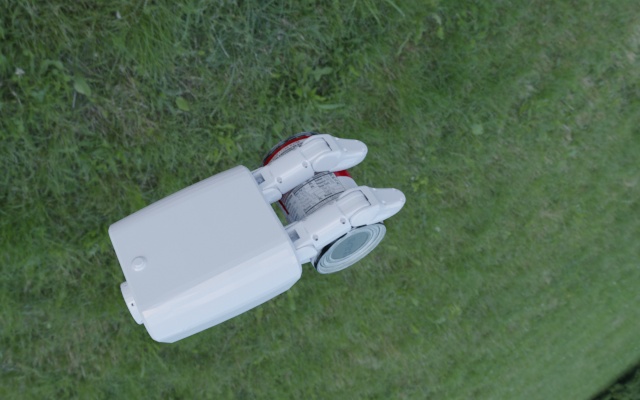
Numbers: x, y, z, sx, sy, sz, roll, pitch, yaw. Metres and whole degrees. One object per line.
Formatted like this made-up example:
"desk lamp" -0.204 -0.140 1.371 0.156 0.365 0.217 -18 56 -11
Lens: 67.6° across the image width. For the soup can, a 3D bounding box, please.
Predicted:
"soup can" 0.001 0.001 0.402 0.068 0.102 0.068 -26 -27 -15
